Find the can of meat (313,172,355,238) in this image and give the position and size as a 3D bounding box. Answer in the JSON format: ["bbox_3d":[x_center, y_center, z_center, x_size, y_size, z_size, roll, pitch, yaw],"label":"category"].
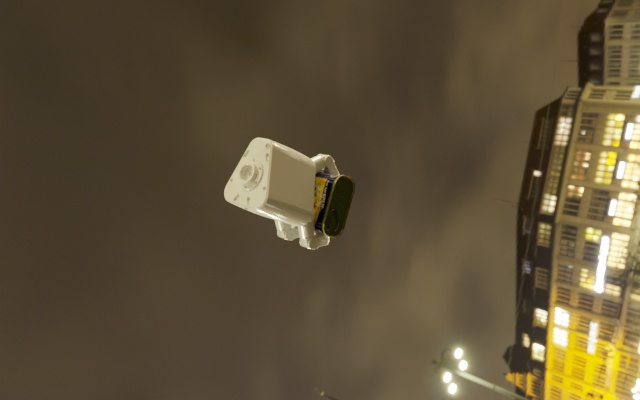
[{"bbox_3d":[0.000,0.002,0.800,0.084,0.102,0.057,14,-2,38],"label":"can of meat"}]
